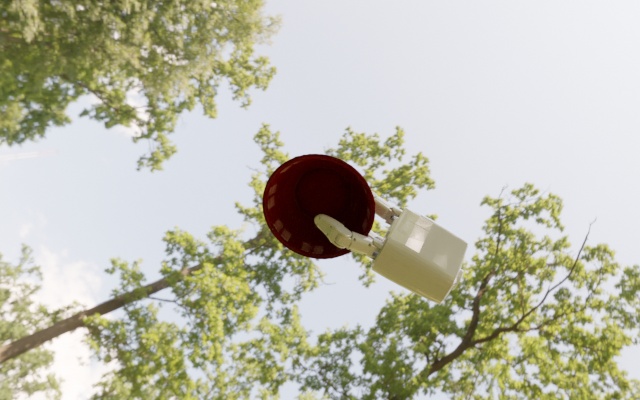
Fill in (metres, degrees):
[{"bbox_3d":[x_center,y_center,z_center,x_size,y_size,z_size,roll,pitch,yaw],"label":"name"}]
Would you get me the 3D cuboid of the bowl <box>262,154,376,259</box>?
[{"bbox_3d":[-0.001,0.001,0.693,0.162,0.162,0.055,0,23,9],"label":"bowl"}]
